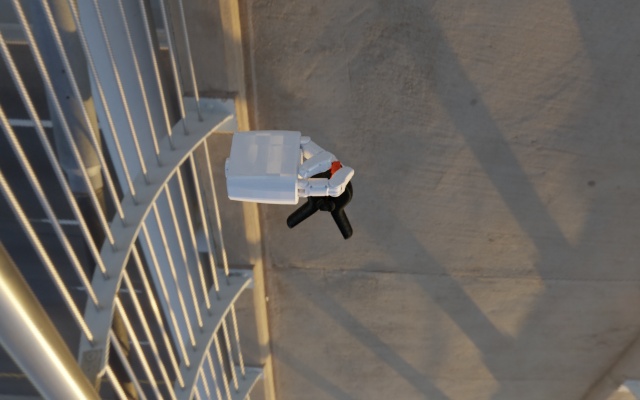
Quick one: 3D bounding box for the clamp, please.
[{"bbox_3d":[0.000,0.003,0.815,0.120,0.172,0.039,1,43,0],"label":"clamp"}]
